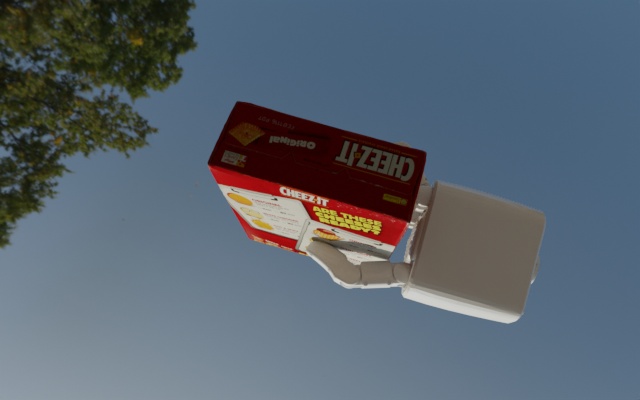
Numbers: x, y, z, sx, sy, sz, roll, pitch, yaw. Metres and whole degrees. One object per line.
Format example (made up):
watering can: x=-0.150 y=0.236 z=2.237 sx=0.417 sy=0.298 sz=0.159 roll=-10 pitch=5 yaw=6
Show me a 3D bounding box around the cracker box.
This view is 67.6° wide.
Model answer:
cracker box: x=0.000 y=0.002 z=0.468 sx=0.164 sy=0.072 sz=0.214 roll=16 pitch=-19 yaw=6
